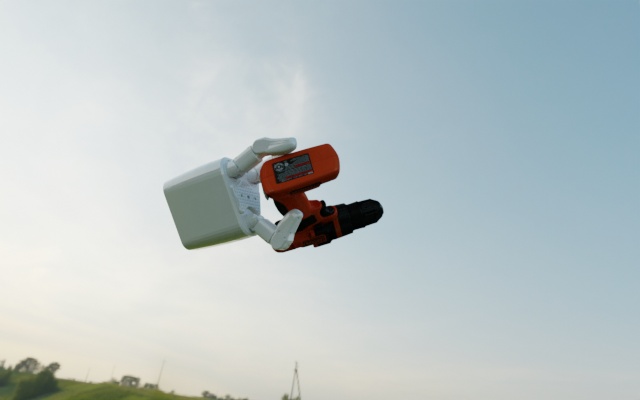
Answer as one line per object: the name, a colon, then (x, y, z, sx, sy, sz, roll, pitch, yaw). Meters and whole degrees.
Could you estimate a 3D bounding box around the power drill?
power drill: (0.000, 0.002, 0.687, 0.184, 0.057, 0.188, -18, -35, -2)
